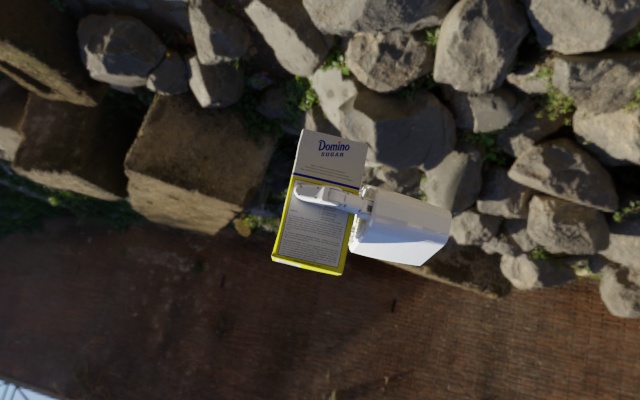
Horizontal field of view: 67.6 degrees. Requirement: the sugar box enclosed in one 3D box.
[{"bbox_3d":[0.000,0.002,0.631,0.093,0.176,0.048,14,-13,-4],"label":"sugar box"}]
